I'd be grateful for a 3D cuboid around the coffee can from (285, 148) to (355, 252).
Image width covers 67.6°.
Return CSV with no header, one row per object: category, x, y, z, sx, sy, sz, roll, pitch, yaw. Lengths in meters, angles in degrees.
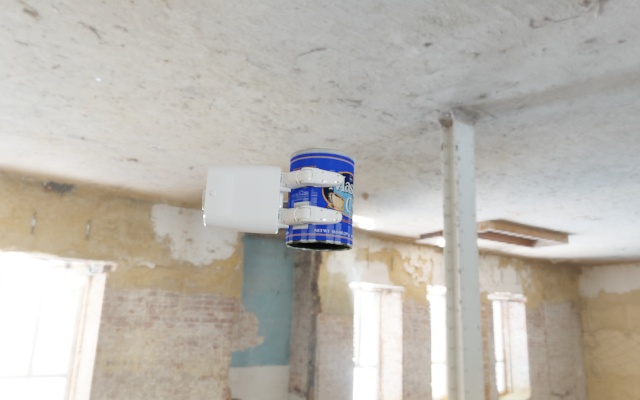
coffee can,0.000,0.002,0.733,0.103,0.140,0.103,2,-13,1
